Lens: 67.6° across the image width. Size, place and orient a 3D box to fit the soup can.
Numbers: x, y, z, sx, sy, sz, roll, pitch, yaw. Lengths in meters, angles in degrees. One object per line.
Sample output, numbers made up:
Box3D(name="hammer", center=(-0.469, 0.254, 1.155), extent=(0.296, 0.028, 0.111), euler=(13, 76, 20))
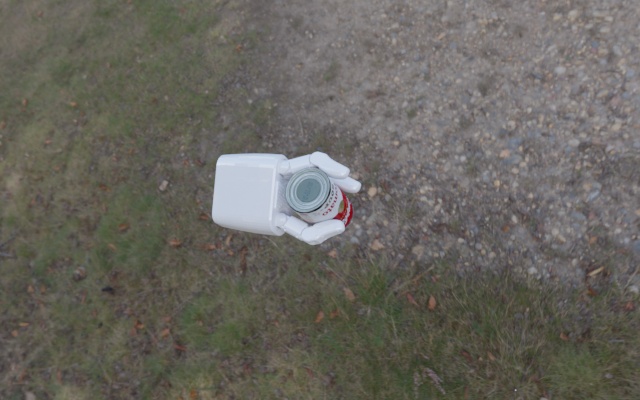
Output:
Box3D(name="soup can", center=(0.000, 0.002, 0.680), extent=(0.068, 0.068, 0.102), euler=(0, -20, 22))
